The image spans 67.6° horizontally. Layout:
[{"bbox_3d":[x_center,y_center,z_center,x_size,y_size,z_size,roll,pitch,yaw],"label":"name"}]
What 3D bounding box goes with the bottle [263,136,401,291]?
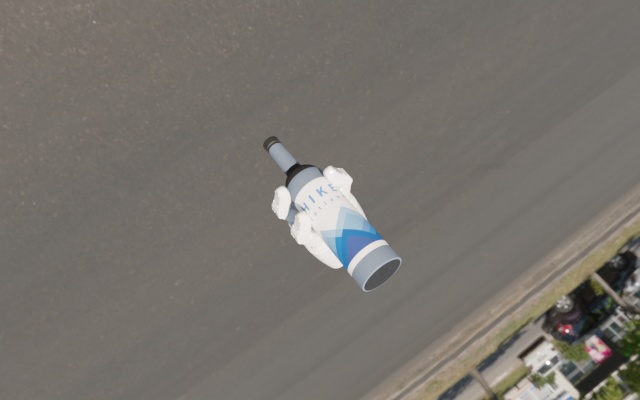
[{"bbox_3d":[0.000,0.002,0.711,0.069,0.069,0.295,0,42,-49],"label":"bottle"}]
